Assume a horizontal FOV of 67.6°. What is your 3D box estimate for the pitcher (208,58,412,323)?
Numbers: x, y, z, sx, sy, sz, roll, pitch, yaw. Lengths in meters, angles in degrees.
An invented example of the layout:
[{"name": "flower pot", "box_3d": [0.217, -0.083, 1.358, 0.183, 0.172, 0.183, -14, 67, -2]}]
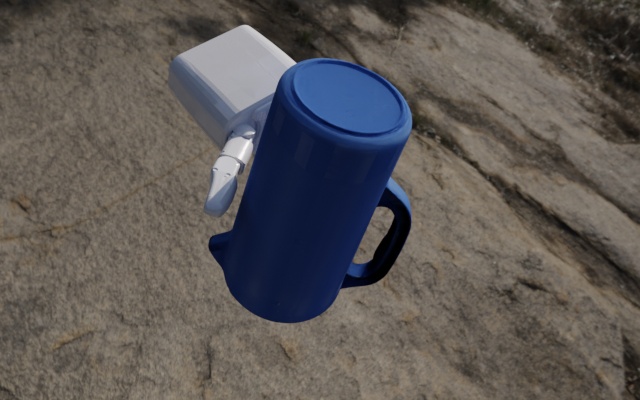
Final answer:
[{"name": "pitcher", "box_3d": [0.000, 0.001, 0.443, 0.149, 0.145, 0.243, -25, -28, -36]}]
